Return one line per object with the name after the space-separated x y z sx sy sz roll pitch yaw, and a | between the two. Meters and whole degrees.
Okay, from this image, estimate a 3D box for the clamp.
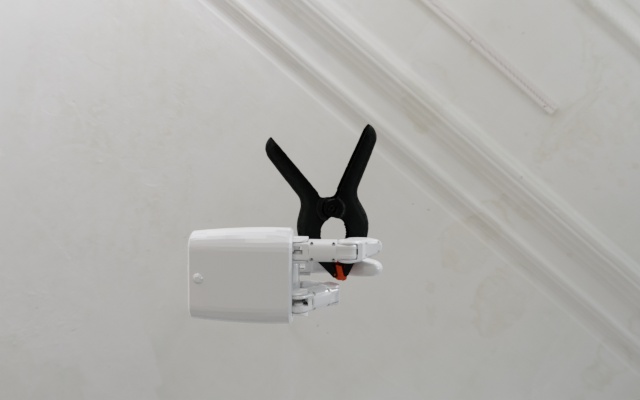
0.000 0.002 0.523 0.120 0.171 0.039 1 3 1 | clamp
